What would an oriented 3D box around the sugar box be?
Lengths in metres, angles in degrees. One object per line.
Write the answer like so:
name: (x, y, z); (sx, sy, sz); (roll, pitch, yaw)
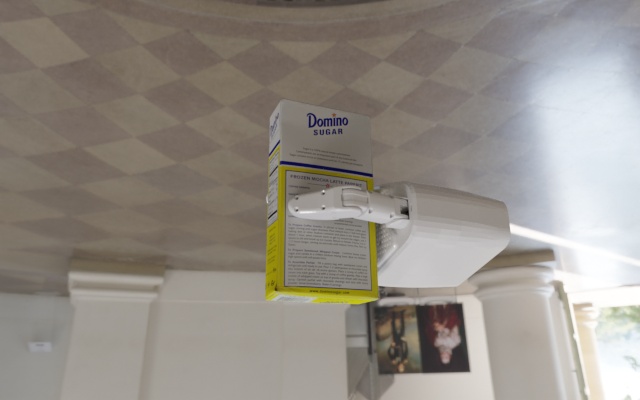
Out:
sugar box: (0.000, 0.002, 0.433); (0.093, 0.176, 0.048); (8, -22, -21)
